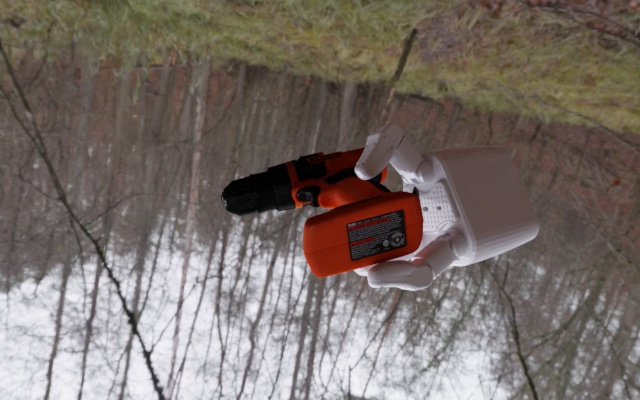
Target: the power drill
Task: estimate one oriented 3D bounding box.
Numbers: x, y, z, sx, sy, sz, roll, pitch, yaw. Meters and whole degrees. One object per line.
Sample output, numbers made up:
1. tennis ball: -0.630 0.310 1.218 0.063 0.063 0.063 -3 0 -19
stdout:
1. power drill: 0.000 0.002 0.463 0.184 0.057 0.187 -16 25 -10
